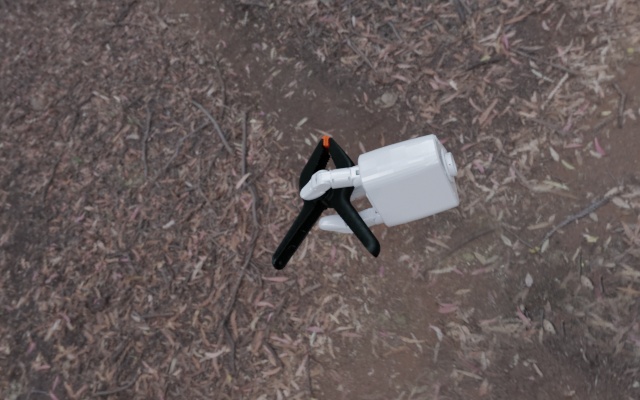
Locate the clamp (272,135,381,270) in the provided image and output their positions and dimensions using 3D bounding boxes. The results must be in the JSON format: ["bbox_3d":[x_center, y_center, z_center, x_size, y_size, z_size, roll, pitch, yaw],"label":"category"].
[{"bbox_3d":[0.000,0.001,0.697,0.164,0.209,0.036,-17,-33,22],"label":"clamp"}]
